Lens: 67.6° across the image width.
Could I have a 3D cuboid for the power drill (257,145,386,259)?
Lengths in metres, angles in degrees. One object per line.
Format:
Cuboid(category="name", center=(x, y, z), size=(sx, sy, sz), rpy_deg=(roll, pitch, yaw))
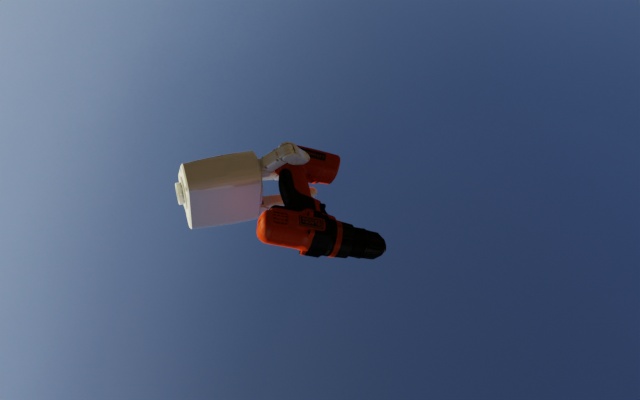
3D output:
Cuboid(category="power drill", center=(0.000, 0.002, 0.703), size=(0.184, 0.057, 0.187), rpy_deg=(13, 40, -17))
